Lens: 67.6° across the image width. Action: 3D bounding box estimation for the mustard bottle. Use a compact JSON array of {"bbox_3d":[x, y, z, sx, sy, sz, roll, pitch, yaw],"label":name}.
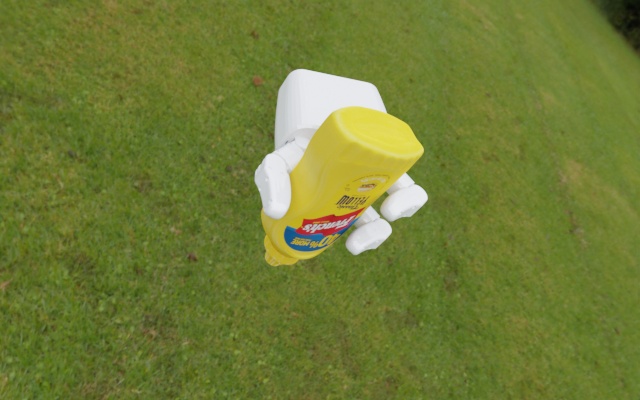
[{"bbox_3d":[0.000,0.002,0.437,0.096,0.058,0.192,0,-38,-42],"label":"mustard bottle"}]
